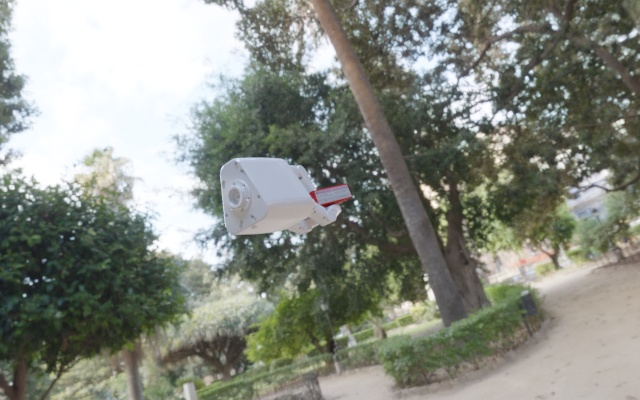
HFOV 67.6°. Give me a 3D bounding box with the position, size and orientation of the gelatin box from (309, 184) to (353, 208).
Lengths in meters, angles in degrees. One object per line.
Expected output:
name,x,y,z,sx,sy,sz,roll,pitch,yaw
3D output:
gelatin box,0.000,0.002,0.836,0.089,0.030,0.073,-14,-12,-43
